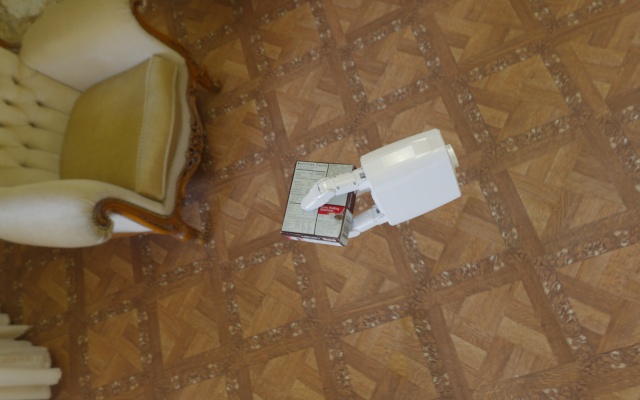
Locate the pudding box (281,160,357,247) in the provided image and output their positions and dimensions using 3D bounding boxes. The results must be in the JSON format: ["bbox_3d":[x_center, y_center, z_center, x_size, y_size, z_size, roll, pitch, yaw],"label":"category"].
[{"bbox_3d":[0.000,0.002,0.670,0.090,0.113,0.039,6,-18,20],"label":"pudding box"}]
